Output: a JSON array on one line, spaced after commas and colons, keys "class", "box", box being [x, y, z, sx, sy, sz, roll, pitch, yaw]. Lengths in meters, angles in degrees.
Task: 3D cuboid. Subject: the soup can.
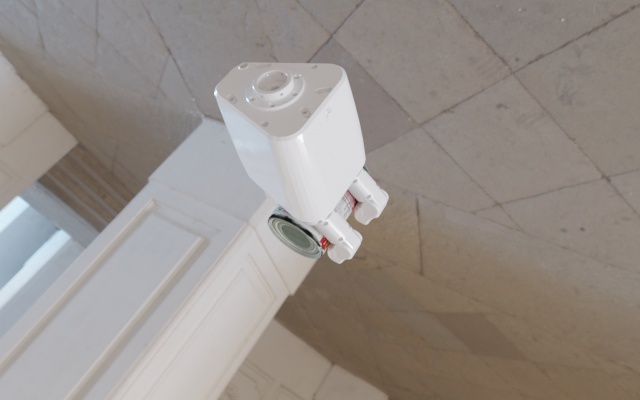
[{"class": "soup can", "box": [0.000, 0.002, 0.502, 0.068, 0.102, 0.068, 28, -26, 15]}]
